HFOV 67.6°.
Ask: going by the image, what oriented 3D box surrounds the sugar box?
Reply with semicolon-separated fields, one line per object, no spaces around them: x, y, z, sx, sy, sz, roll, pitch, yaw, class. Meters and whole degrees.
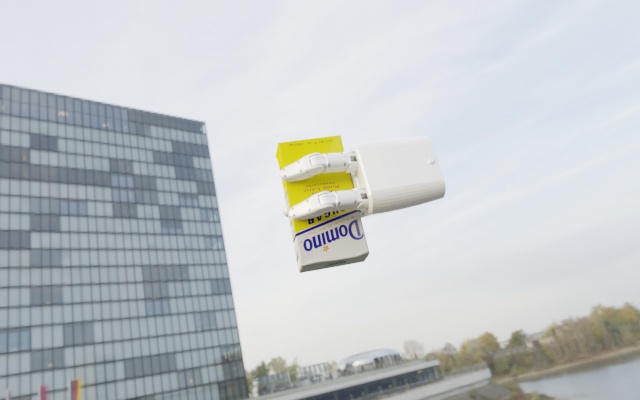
0.000;0.002;0.646;0.093;0.176;0.048;-9;-22;-11;sugar box
